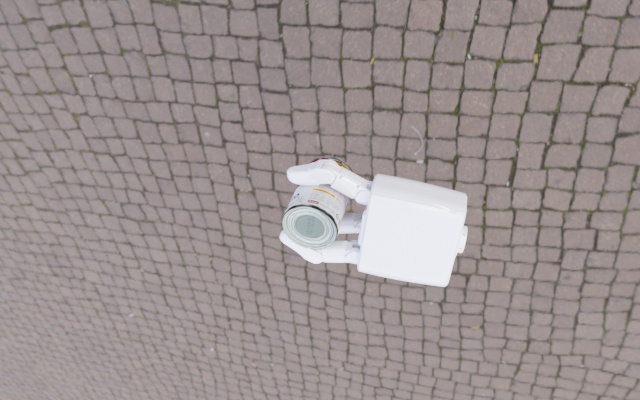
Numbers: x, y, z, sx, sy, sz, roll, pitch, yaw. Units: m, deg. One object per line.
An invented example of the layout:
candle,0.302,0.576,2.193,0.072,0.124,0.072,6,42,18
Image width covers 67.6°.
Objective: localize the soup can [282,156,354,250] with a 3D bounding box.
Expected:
soup can,0.000,0.002,0.578,0.068,0.068,0.102,0,37,18
